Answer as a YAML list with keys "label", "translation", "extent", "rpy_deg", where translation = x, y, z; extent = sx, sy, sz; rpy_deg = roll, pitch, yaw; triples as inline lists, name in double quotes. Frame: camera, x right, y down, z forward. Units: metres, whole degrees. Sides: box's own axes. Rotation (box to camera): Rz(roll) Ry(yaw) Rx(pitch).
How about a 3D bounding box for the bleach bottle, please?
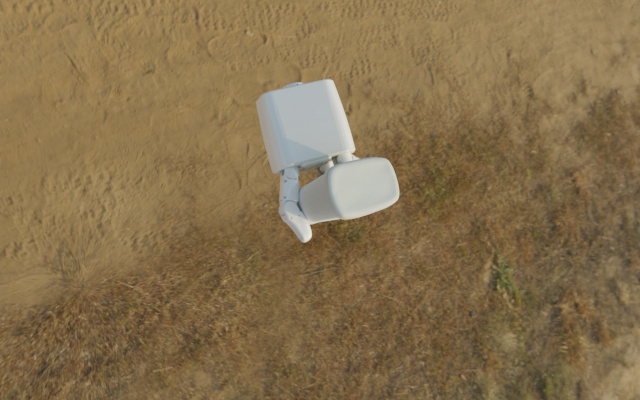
- label: "bleach bottle"
  translation: [0.000, 0.002, 0.677]
  extent: [0.102, 0.068, 0.251]
  rpy_deg: [-14, -3, -28]
